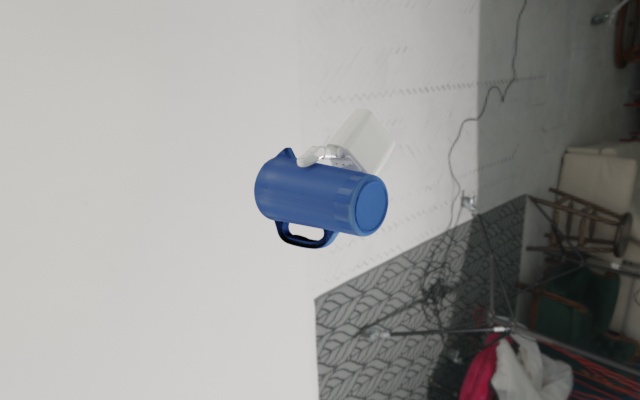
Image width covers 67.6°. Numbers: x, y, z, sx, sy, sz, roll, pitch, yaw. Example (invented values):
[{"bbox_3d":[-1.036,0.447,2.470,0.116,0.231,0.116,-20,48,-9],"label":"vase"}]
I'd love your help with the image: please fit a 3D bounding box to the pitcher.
[{"bbox_3d":[0.000,0.003,0.888,0.243,0.145,0.149,12,-34,43],"label":"pitcher"}]
